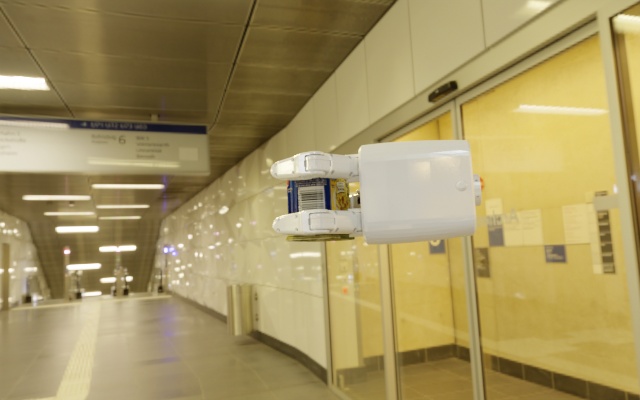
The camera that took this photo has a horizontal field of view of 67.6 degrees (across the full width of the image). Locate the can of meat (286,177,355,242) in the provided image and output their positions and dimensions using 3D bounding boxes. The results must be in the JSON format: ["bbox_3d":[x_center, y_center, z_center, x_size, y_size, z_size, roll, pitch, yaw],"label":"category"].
[{"bbox_3d":[0.000,0.001,0.517,0.057,0.084,0.102,-4,-6,16],"label":"can of meat"}]
